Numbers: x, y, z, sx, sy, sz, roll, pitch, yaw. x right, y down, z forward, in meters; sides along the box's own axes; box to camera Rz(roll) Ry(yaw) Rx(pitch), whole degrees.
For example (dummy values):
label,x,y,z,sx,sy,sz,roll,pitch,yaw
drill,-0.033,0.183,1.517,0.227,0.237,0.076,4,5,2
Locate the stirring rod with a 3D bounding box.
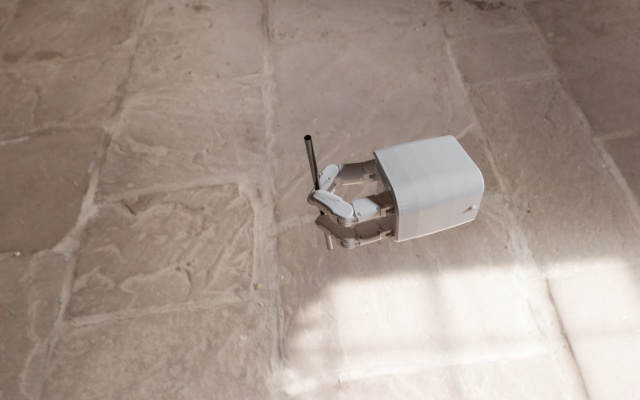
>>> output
label,x,y,z,sx,sy,sz,roll,pitch,yaw
stirring rod,0.000,0.002,0.589,0.011,0.011,0.240,0,-34,8
